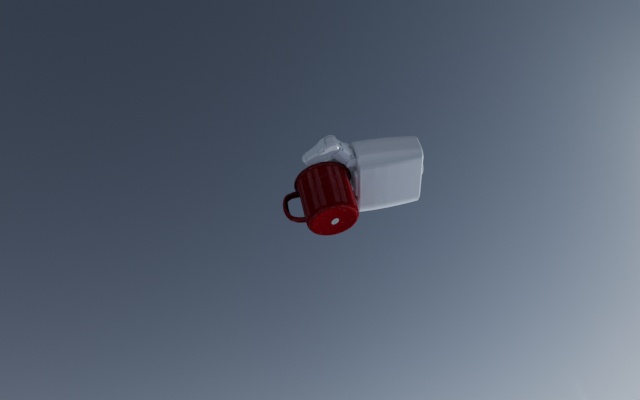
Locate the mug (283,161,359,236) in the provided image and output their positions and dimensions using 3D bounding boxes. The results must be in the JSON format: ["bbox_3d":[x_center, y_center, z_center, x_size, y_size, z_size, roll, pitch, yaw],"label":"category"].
[{"bbox_3d":[-0.001,0.003,0.735,0.117,0.081,0.093,-11,-36,-5],"label":"mug"}]
